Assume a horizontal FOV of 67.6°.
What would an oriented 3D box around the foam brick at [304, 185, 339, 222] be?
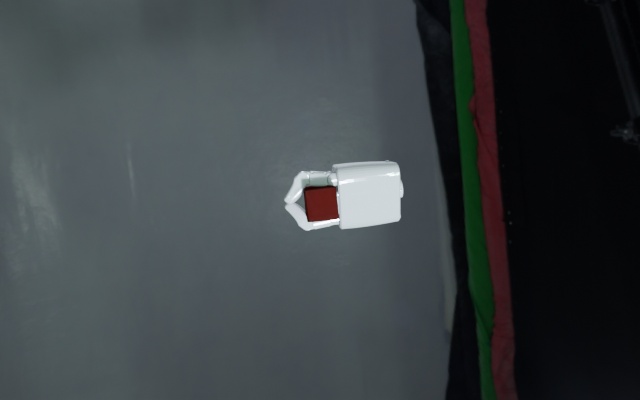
[{"bbox_3d":[0.000,0.003,0.785,0.051,0.053,0.078,-5,7,-3],"label":"foam brick"}]
